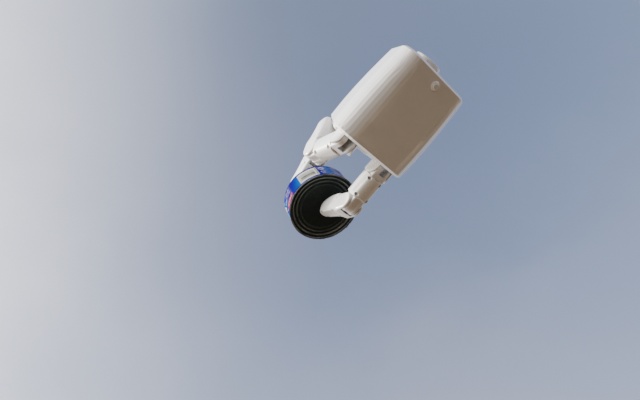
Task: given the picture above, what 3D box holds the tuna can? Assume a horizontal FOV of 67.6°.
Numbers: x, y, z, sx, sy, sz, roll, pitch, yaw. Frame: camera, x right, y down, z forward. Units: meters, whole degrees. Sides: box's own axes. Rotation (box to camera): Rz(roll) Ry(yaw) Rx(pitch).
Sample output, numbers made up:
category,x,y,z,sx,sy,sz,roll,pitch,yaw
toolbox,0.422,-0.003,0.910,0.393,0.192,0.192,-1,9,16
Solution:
category,x,y,z,sx,sy,sz,roll,pitch,yaw
tuna can,0.000,0.002,0.581,0.086,0.086,0.033,0,25,-19
